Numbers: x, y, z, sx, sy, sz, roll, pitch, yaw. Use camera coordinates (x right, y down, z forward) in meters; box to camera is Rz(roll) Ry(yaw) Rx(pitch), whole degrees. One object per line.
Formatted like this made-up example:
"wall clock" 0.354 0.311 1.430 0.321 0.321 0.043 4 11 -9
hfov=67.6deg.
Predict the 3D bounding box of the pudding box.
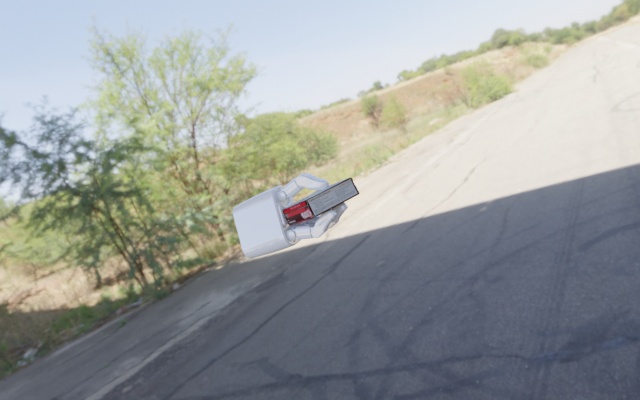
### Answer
"pudding box" 0.000 0.003 0.860 0.113 0.039 0.090 -29 6 -34
